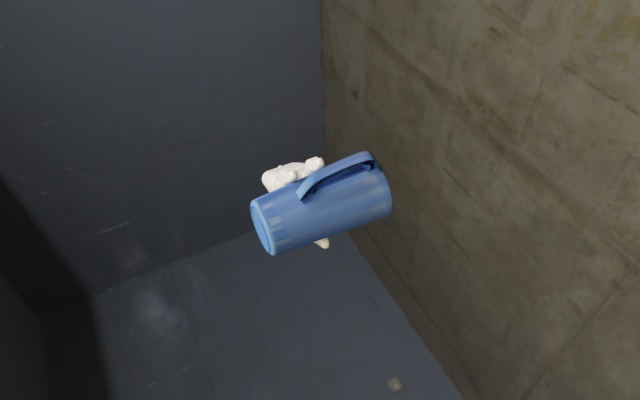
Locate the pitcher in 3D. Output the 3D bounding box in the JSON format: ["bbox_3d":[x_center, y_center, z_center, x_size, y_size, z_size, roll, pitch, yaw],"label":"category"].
[{"bbox_3d":[0.000,0.003,0.874,0.243,0.149,0.145,-22,16,-16],"label":"pitcher"}]
